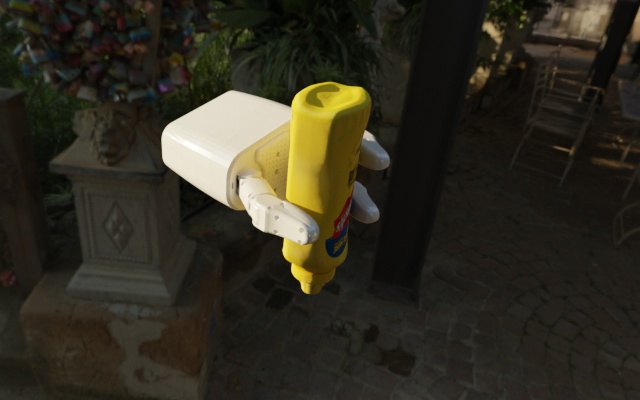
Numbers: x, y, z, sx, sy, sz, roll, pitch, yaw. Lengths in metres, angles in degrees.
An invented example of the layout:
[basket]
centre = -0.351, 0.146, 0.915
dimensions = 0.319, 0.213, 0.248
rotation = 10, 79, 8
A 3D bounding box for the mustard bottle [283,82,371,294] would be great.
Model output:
[mustard bottle]
centre = 0.000, 0.001, 0.416
dimensions = 0.058, 0.192, 0.096
rotation = 13, 28, 11
